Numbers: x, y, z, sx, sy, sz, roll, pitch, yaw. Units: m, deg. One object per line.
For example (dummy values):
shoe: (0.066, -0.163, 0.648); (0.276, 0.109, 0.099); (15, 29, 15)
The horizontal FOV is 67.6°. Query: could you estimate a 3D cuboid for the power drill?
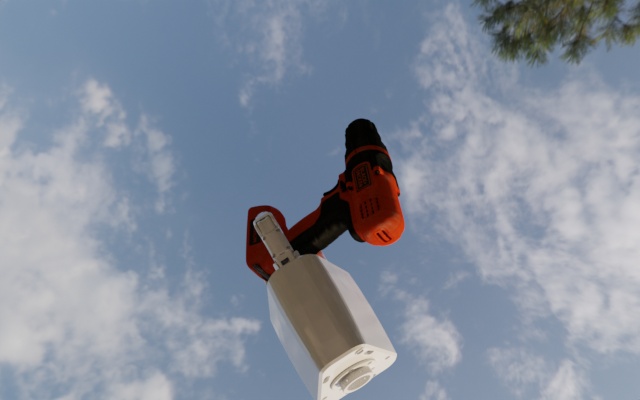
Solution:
power drill: (0.000, 0.002, 0.548); (0.188, 0.184, 0.057); (-32, -52, 23)
